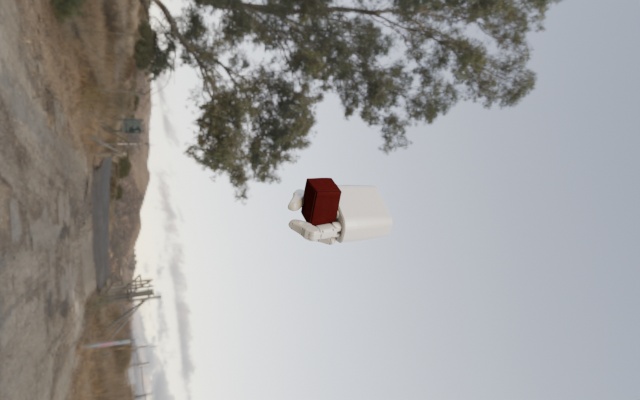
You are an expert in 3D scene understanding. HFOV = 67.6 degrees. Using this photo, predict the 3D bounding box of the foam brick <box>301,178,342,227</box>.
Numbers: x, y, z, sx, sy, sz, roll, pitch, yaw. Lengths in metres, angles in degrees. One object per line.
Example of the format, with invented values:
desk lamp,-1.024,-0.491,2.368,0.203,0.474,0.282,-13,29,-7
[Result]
foam brick,0.000,0.003,0.881,0.051,0.078,0.053,-3,34,-22
